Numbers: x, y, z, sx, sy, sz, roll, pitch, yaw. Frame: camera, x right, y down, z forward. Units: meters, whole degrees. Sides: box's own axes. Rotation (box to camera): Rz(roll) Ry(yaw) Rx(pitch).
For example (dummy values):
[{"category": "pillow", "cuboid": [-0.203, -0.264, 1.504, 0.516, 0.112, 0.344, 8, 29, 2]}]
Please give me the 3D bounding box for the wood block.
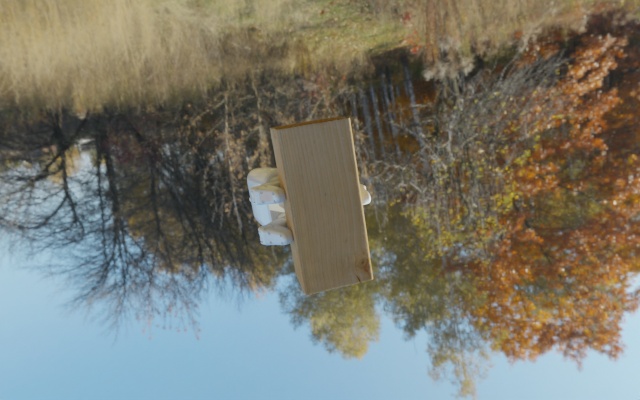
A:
[{"category": "wood block", "cuboid": [0.000, 0.002, 0.617, 0.091, 0.206, 0.090, -12, 12, -10]}]
